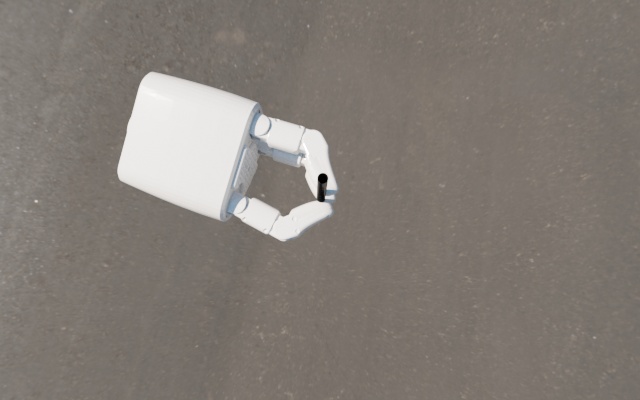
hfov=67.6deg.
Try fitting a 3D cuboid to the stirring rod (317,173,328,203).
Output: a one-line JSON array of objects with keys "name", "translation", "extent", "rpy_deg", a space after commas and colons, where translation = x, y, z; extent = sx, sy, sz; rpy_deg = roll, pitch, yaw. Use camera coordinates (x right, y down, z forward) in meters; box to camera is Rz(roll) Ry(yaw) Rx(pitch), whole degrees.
[{"name": "stirring rod", "translation": [0.000, 0.002, 0.467], "extent": [0.011, 0.011, 0.239], "rpy_deg": [0, -9, -1]}]
